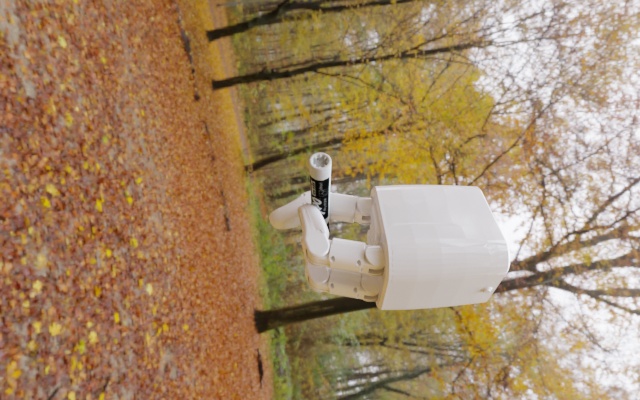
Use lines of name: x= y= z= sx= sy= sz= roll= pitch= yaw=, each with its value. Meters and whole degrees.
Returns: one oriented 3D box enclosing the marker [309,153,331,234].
marker: x=0.000 y=0.001 z=0.443 sx=0.020 sy=0.020 sz=0.121 roll=0 pitch=-35 yaw=0
